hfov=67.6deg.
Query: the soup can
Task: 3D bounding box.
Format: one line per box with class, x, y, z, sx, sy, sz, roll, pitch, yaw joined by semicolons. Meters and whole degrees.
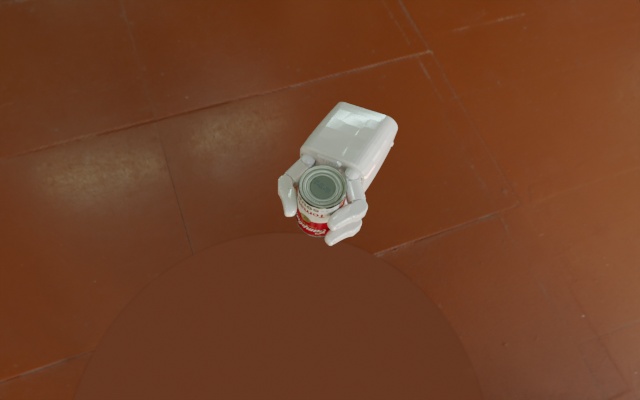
soup can;0.000;0.002;0.678;0.068;0.068;0.102;0;-25;-5
